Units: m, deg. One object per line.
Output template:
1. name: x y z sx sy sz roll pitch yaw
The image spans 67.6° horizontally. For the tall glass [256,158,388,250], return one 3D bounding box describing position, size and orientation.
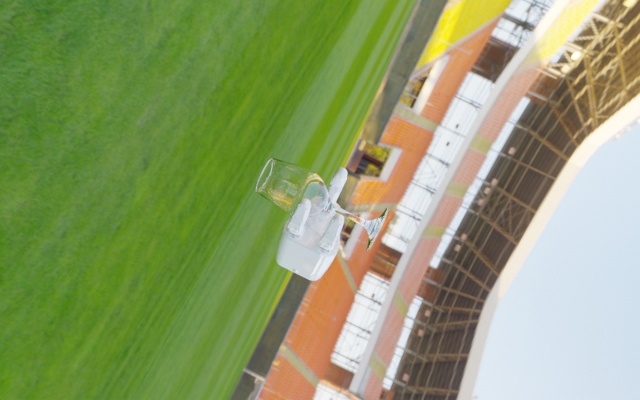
1. tall glass: 0.001 0.003 0.756 0.201 0.079 0.079 26 1 2
